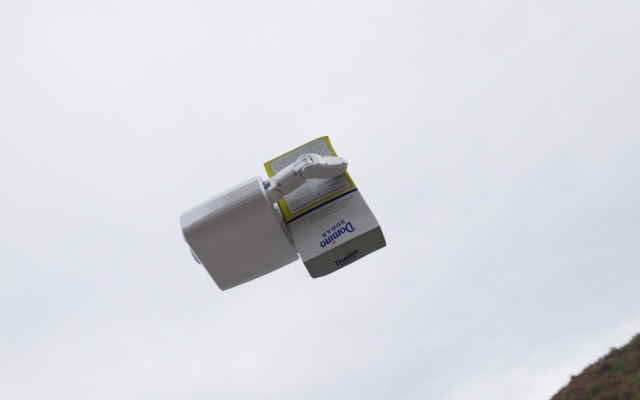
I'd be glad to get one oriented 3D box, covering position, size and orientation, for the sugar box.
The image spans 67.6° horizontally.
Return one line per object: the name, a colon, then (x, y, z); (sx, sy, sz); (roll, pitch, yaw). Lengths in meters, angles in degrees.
sugar box: (0.000, 0.002, 0.570); (0.093, 0.176, 0.048); (-25, -41, 0)
